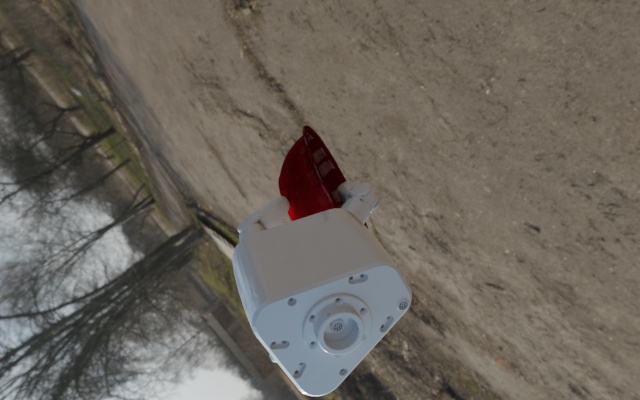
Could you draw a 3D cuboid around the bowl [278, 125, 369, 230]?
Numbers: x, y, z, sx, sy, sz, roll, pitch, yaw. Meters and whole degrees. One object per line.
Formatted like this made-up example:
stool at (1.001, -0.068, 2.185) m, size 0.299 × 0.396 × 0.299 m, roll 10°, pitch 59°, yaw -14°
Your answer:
bowl at (0.000, 0.002, 0.524) m, size 0.055 × 0.162 × 0.162 m, roll -27°, pitch -6°, yaw 11°
